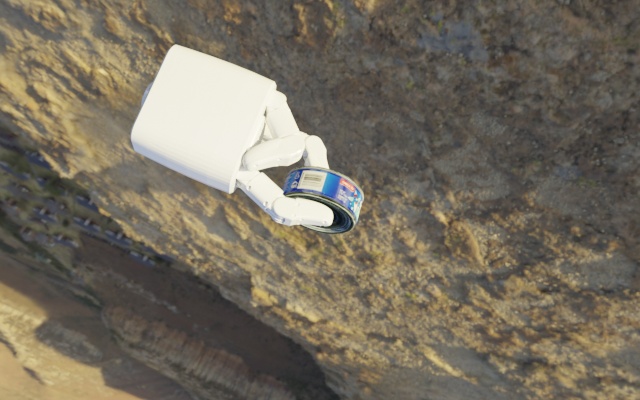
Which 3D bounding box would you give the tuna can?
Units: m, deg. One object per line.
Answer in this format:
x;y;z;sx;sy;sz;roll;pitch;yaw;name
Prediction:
0.000;0.002;0.501;0.086;0.033;0.086;14;-27;7;tuna can
